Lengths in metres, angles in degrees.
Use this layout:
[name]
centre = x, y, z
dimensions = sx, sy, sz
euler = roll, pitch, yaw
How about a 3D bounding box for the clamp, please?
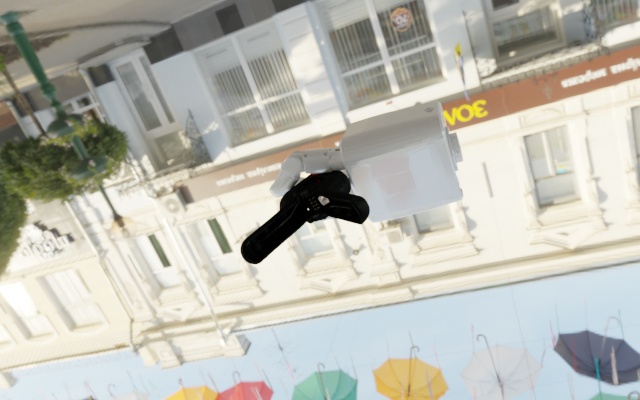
[clamp]
centre = 0.000, 0.002, 0.471
dimensions = 0.120, 0.039, 0.171
euler = -13, 21, 19
